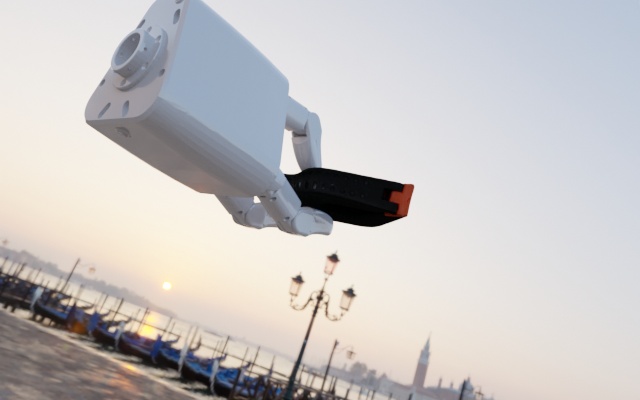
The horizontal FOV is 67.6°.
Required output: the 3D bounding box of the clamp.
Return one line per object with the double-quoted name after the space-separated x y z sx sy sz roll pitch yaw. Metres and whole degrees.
0.001 0.001 0.455 0.210 0.036 0.165 4 -18 38 "clamp"
